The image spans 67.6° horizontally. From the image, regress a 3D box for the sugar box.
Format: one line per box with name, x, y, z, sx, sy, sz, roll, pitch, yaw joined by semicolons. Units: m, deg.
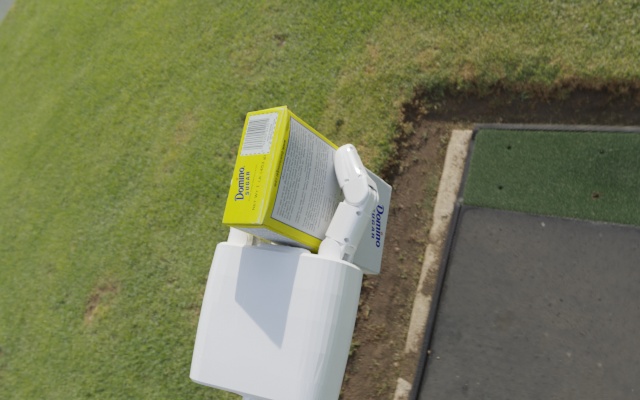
sugar box;0.000;0.001;0.412;0.048;0.093;0.176;0;-19;33
